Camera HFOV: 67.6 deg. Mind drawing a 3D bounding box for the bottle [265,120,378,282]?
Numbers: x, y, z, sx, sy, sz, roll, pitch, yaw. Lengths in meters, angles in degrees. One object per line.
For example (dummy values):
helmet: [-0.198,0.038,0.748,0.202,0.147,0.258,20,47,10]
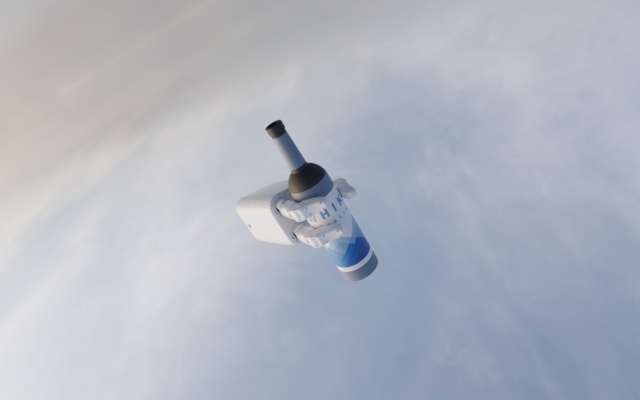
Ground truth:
bottle: [0.000,0.003,0.759,0.069,0.296,0.069,-25,26,13]
